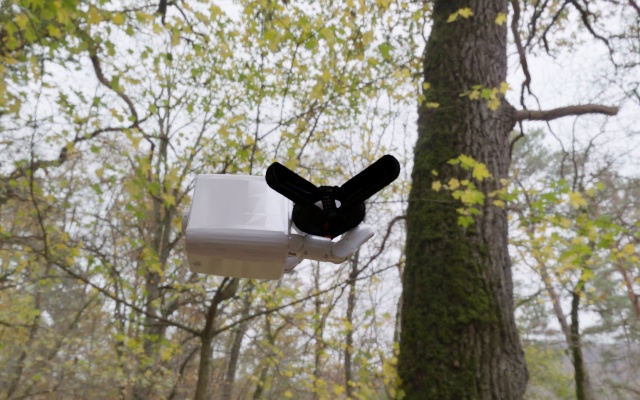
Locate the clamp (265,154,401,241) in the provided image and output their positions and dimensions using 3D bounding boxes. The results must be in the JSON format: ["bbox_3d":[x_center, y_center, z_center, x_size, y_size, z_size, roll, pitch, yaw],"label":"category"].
[{"bbox_3d":[0.000,0.001,0.485,0.120,0.039,0.171,5,-27,-9],"label":"clamp"}]
